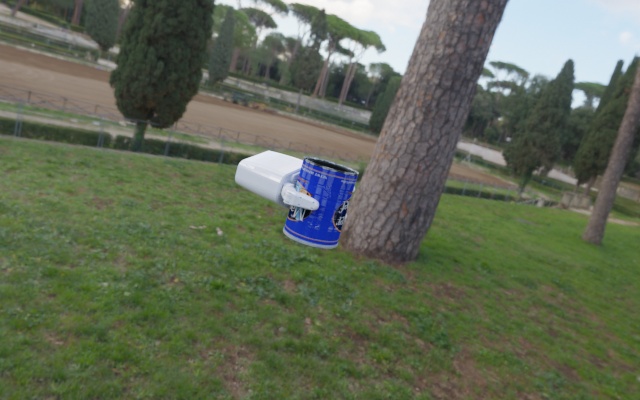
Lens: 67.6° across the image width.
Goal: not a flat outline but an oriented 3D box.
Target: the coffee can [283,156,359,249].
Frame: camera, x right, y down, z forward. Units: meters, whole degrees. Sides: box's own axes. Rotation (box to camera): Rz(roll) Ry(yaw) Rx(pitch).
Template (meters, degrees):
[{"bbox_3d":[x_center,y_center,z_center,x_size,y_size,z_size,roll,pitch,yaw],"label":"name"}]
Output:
[{"bbox_3d":[0.000,0.003,0.856,0.103,0.140,0.102,16,11,-3],"label":"coffee can"}]
